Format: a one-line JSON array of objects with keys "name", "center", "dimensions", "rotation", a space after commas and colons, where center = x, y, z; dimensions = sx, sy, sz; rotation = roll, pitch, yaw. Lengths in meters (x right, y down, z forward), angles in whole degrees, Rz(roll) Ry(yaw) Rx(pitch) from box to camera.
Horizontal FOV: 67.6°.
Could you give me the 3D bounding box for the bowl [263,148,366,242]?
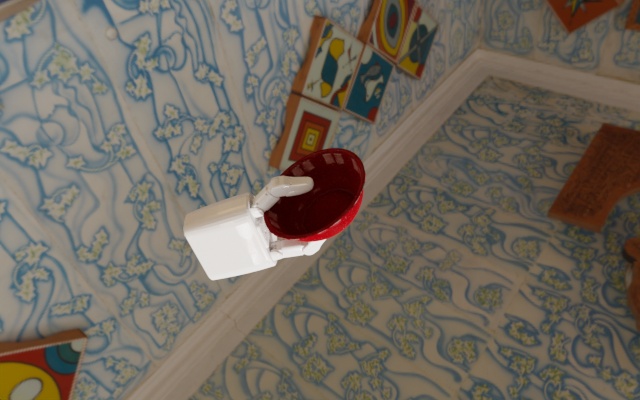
[{"name": "bowl", "center": [0.001, 0.002, 0.680], "dimensions": [0.162, 0.162, 0.055], "rotation": [0, -37, 36]}]
